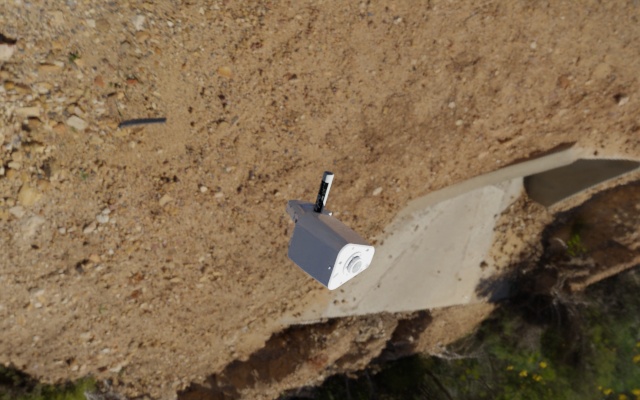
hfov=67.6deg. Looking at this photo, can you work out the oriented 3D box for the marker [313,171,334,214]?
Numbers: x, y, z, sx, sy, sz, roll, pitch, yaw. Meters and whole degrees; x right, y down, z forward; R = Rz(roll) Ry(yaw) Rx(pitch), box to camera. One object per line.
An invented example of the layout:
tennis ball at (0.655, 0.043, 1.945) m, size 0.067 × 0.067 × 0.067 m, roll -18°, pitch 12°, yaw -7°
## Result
marker at (0.000, 0.003, 0.889) m, size 0.020 × 0.121 × 0.020 m, roll 13°, pitch 25°, yaw -6°
